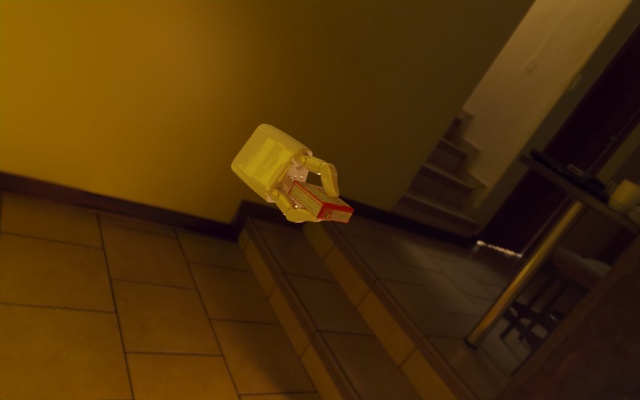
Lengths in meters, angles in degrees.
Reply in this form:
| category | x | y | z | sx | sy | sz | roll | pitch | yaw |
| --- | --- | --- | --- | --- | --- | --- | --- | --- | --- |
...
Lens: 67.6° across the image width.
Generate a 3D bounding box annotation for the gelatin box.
| category | x | y | z | sx | sy | sz | roll | pitch | yaw |
| --- | --- | --- | --- | --- | --- | --- | --- | --- | --- |
| gelatin box | 0.001 | 0.002 | 0.795 | 0.073 | 0.030 | 0.089 | 12 | 19 | -45 |
